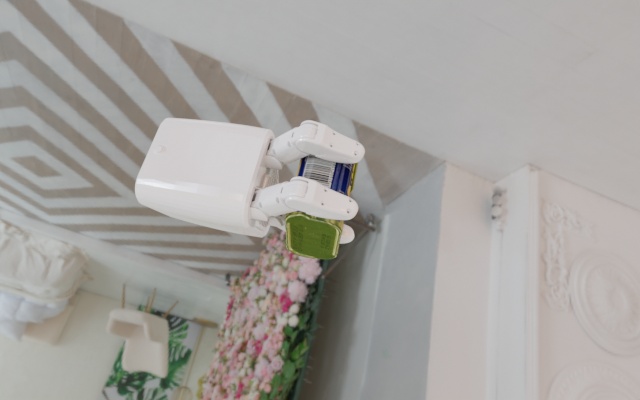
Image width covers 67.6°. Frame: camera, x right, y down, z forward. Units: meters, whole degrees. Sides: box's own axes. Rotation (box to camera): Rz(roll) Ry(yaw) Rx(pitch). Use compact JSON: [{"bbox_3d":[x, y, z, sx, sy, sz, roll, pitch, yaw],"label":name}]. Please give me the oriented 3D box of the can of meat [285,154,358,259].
[{"bbox_3d":[0.000,0.002,0.462,0.057,0.084,0.102,11,-27,4],"label":"can of meat"}]
